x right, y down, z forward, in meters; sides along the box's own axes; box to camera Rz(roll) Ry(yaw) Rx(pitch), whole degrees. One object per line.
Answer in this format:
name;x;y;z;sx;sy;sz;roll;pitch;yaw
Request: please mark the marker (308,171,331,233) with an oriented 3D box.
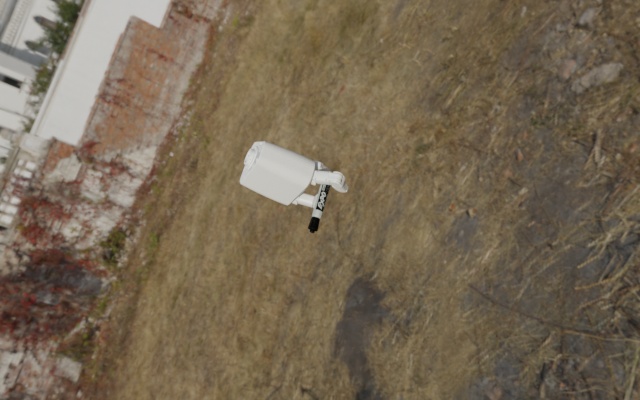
marker;0.000;0.003;0.883;0.020;0.121;0.020;15;-18;5
